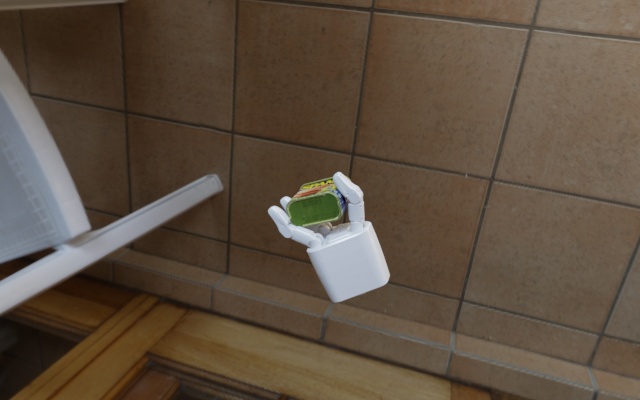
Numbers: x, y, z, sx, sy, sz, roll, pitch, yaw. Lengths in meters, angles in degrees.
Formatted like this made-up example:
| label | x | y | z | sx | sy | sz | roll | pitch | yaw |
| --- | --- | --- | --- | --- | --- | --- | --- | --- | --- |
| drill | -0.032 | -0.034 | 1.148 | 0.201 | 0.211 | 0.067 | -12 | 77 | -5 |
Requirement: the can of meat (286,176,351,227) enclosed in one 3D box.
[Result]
| label | x | y | z | sx | sy | sz | roll | pitch | yaw |
| --- | --- | --- | --- | --- | --- | --- | --- | --- | --- |
| can of meat | 0.000 | 0.003 | 0.821 | 0.102 | 0.057 | 0.084 | -13 | 16 | 22 |
